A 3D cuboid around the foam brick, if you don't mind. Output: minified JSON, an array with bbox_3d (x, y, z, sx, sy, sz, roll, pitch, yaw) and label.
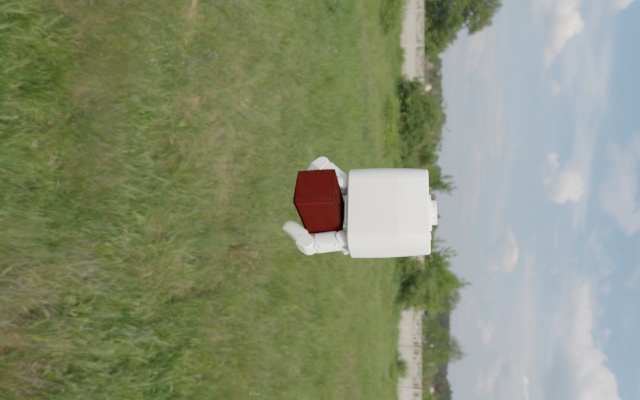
[{"bbox_3d":[0.000,0.002,0.631,0.051,0.053,0.078,-3,-35,12],"label":"foam brick"}]
